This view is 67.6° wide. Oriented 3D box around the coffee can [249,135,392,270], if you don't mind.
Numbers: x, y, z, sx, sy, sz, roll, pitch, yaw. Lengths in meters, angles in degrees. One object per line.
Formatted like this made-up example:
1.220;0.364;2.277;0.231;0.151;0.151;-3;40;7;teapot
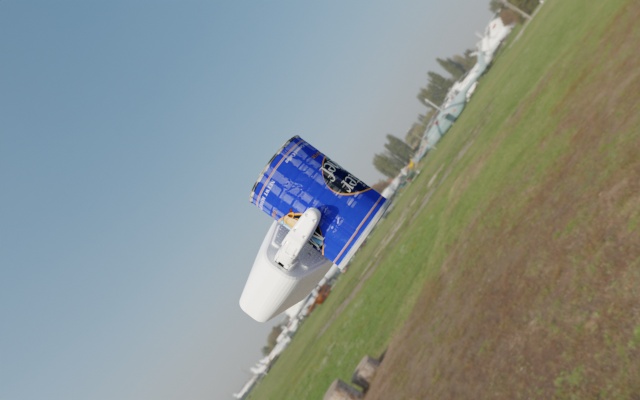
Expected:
0.000;0.002;0.583;0.140;0.103;0.103;36;4;6;coffee can
